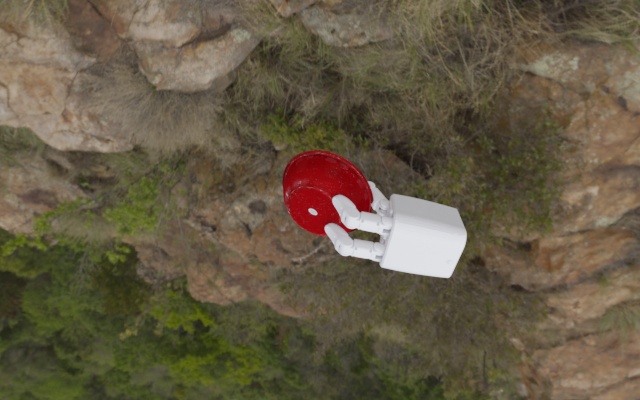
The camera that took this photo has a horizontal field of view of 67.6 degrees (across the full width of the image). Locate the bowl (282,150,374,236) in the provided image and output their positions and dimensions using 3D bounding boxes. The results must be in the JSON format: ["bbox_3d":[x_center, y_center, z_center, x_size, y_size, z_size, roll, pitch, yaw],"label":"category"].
[{"bbox_3d":[-0.001,0.003,0.765,0.162,0.162,0.055,0,33,28],"label":"bowl"}]
